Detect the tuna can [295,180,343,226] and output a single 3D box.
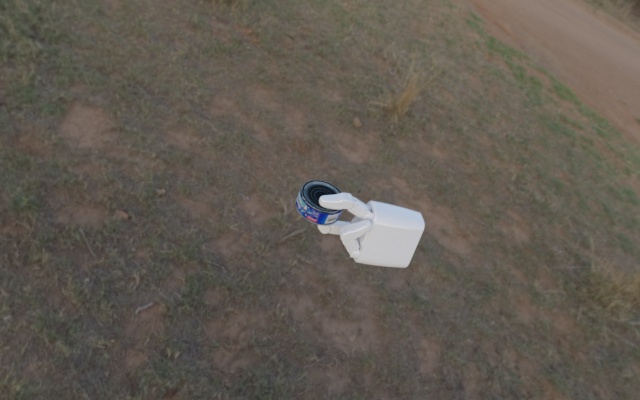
[{"bbox_3d":[0.000,0.002,0.861,0.086,0.086,0.034,0,-44,-26],"label":"tuna can"}]
